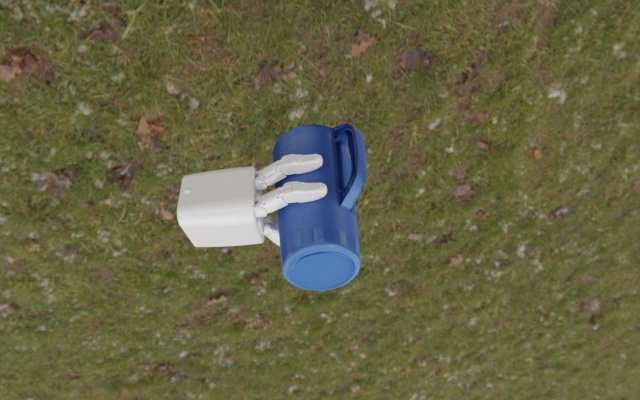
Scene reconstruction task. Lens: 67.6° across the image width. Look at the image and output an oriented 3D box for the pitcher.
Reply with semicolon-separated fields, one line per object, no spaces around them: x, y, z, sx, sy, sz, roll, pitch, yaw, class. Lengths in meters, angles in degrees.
0.000;0.002;0.717;0.145;0.242;0.149;-5;-42;-1;pitcher
